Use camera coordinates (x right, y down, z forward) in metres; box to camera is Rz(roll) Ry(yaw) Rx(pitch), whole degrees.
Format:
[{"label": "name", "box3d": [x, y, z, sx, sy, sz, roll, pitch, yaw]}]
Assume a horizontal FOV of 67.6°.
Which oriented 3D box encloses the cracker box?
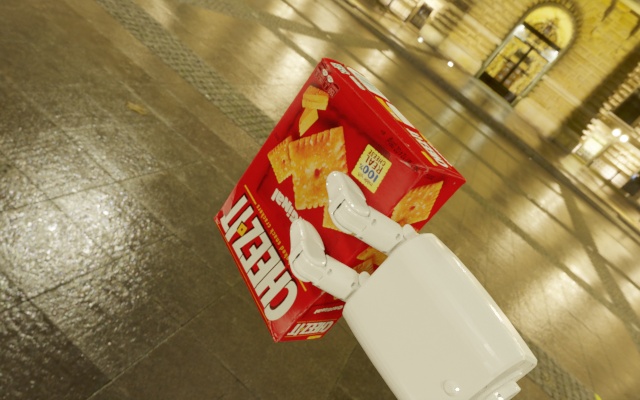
[{"label": "cracker box", "box3d": [0.000, 0.001, 0.448, 0.072, 0.214, 0.164, 11, 36, -46]}]
